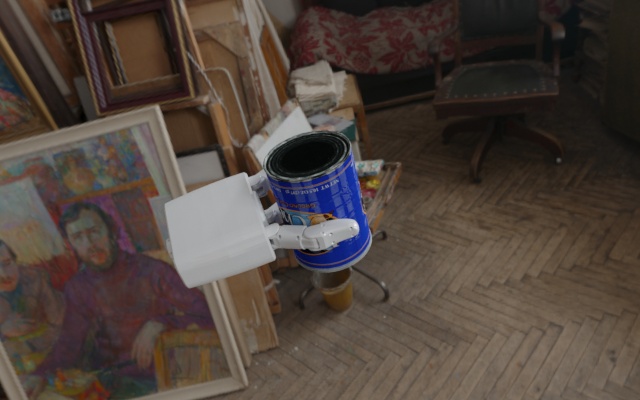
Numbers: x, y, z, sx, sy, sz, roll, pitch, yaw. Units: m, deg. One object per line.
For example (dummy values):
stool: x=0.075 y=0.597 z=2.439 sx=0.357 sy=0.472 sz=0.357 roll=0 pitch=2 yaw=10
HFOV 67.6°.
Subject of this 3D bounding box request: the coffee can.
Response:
coffee can: x=0.000 y=0.002 z=0.576 sx=0.103 sy=0.140 sz=0.102 roll=-10 pitch=36 yaw=8
